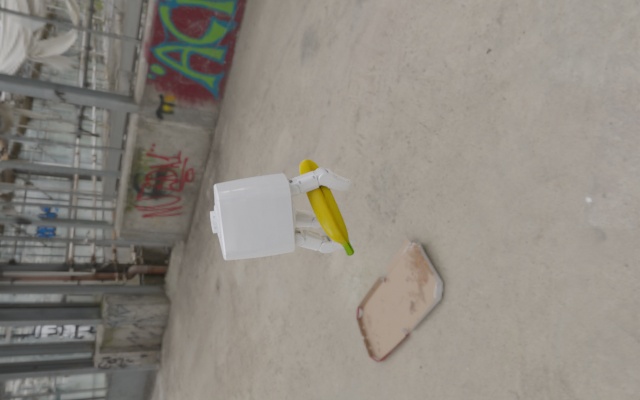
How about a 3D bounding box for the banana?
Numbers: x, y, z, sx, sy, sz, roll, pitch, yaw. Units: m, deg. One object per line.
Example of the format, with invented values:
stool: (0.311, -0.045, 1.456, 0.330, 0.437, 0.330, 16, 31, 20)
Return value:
banana: (-0.001, -0.005, 0.746, 0.037, 0.197, 0.070, -21, -34, -5)
